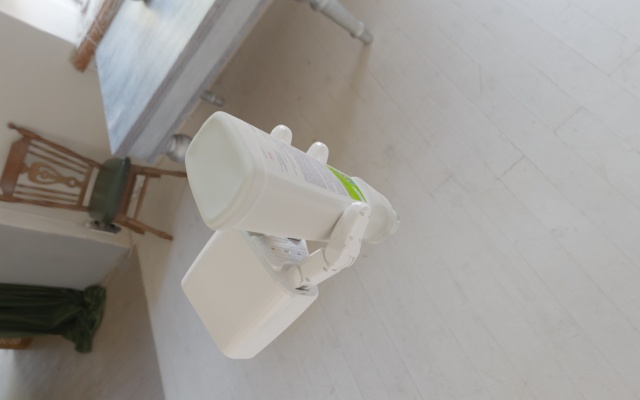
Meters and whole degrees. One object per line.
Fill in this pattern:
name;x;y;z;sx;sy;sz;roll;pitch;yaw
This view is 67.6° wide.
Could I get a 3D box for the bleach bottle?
bleach bottle;0.000;0.001;0.457;0.251;0.068;0.102;19;30;-45
